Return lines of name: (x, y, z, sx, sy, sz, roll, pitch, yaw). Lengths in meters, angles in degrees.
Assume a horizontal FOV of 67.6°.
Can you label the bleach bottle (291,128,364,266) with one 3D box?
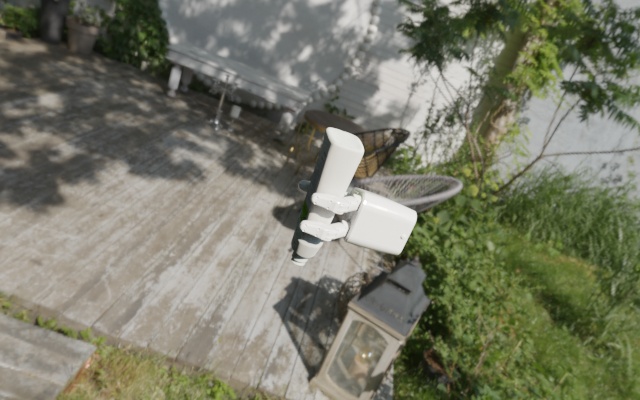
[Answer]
bleach bottle: (0.000, 0.003, 0.858, 0.068, 0.251, 0.102, 17, 23, -11)
